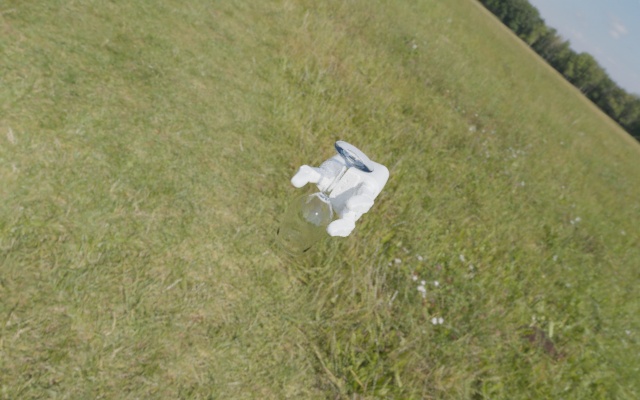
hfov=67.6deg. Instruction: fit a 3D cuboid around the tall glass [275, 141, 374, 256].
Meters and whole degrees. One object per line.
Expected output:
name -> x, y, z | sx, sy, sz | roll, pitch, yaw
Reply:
tall glass -> 0.000, 0.002, 0.786 | 0.079, 0.201, 0.079 | 28, 28, -16
